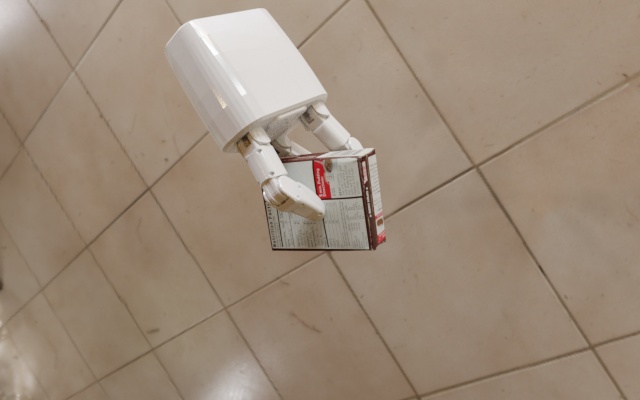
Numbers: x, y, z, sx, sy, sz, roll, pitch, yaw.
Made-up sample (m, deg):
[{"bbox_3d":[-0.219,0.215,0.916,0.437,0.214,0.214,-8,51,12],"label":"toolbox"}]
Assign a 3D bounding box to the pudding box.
[{"bbox_3d":[0.000,0.001,0.453,0.113,0.090,0.039,-2,14,30],"label":"pudding box"}]
